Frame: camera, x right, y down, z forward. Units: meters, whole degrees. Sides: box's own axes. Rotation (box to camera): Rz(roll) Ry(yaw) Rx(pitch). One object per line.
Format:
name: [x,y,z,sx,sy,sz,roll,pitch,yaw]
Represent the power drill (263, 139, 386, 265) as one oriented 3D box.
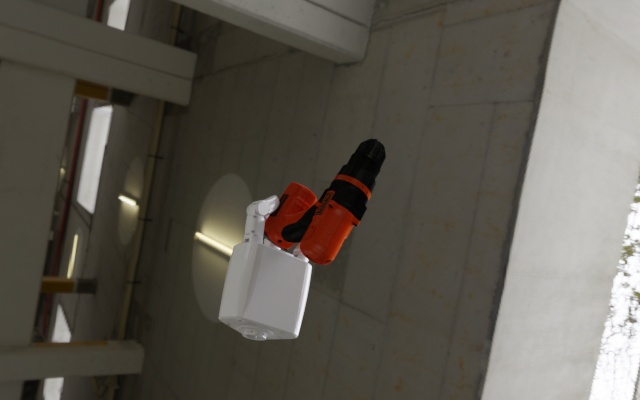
power drill: [0.000,0.002,0.667,0.057,0.184,0.187,39,-22,-18]
